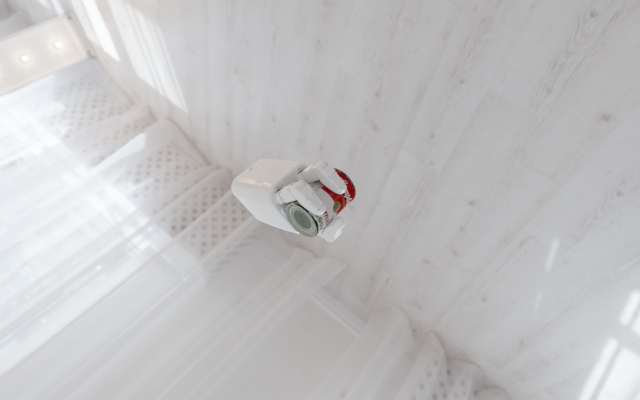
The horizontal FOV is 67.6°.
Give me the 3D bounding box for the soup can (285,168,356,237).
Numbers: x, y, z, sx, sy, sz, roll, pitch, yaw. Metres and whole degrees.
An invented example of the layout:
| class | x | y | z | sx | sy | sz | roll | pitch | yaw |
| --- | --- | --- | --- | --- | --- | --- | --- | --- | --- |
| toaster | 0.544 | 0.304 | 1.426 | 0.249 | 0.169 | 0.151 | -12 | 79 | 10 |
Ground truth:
| class | x | y | z | sx | sy | sz | roll | pitch | yaw |
| --- | --- | --- | --- | --- | --- | --- | --- | --- | --- |
| soup can | 0.000 | 0.003 | 0.763 | 0.068 | 0.068 | 0.102 | 0 | 35 | 48 |
